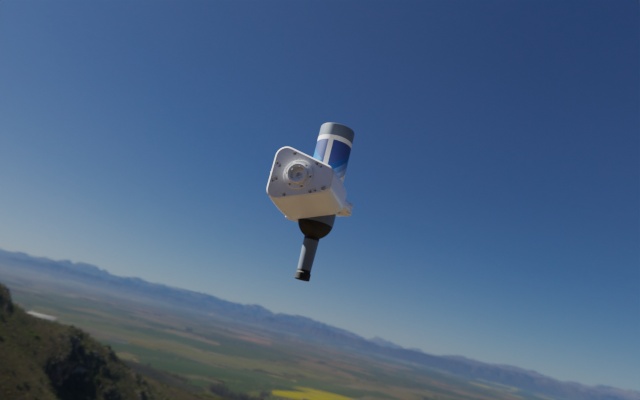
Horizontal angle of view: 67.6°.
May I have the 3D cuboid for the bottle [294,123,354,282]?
[{"bbox_3d":[0.000,0.003,0.886,0.069,0.295,0.069,13,-15,3],"label":"bottle"}]
